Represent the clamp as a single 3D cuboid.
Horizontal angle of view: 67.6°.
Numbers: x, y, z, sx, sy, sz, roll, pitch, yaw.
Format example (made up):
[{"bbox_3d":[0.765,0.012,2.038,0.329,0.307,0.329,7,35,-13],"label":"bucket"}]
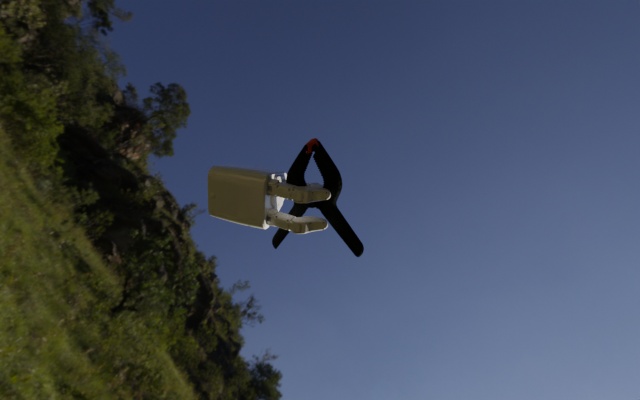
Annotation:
[{"bbox_3d":[0.000,0.002,0.802,0.164,0.210,0.036,10,25,11],"label":"clamp"}]
